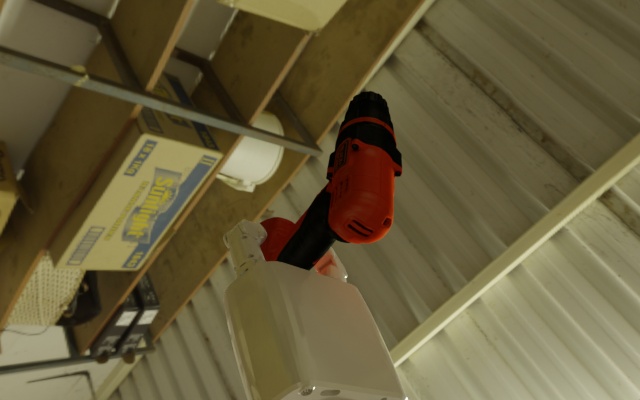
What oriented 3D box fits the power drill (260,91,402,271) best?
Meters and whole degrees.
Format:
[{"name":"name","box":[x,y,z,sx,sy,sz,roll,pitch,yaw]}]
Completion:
[{"name":"power drill","box":[0.000,0.002,0.441,0.057,0.184,0.188,30,-53,-14]}]
